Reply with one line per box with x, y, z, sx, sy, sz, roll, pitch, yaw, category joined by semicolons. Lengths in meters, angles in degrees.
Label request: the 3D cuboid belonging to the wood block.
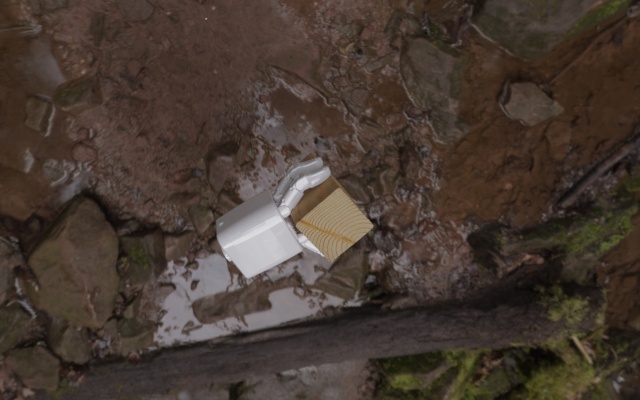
0.000;0.003;0.808;0.090;0.091;0.206;-40;24;4;wood block
